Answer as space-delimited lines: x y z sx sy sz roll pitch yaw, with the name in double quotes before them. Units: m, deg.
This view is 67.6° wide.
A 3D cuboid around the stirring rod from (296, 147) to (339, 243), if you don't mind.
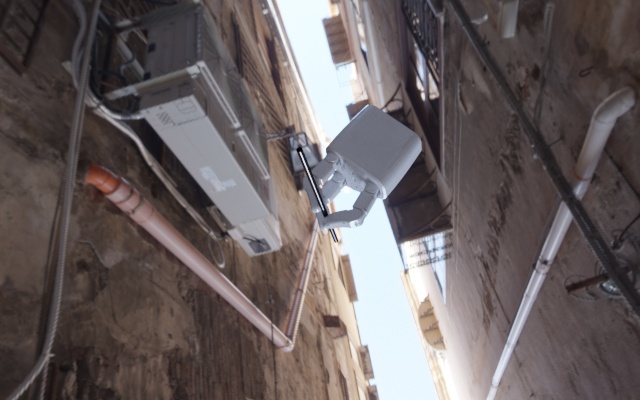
"stirring rod" 0.000 0.002 0.670 0.011 0.011 0.240 0 -32 14
